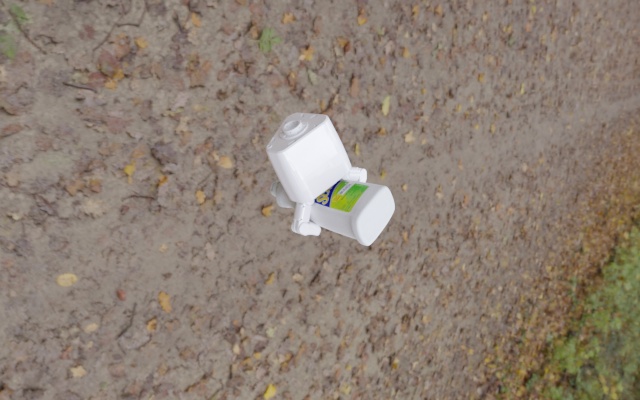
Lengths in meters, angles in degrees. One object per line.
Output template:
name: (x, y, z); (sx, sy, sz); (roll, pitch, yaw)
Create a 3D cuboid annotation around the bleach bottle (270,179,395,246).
bleach bottle: (0.000, 0.003, 0.840); (0.251, 0.068, 0.102); (13, 51, 41)
